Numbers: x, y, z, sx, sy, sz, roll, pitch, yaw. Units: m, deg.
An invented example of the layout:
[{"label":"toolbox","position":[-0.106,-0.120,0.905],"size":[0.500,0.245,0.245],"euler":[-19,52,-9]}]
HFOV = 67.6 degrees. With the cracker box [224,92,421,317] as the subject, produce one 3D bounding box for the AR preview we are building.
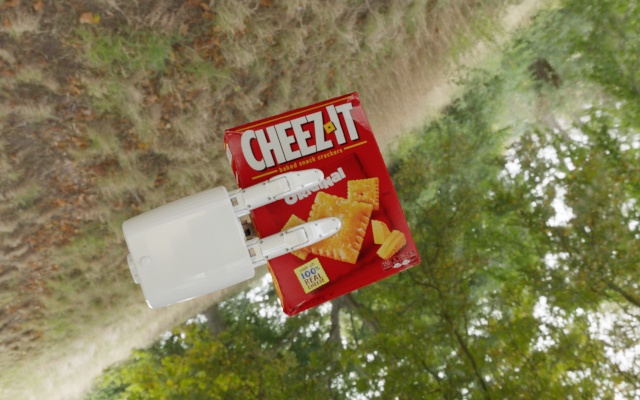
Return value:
[{"label":"cracker box","position":[0.000,0.002,0.549],"size":[0.164,0.213,0.072],"euler":[-19,-4,-13]}]
